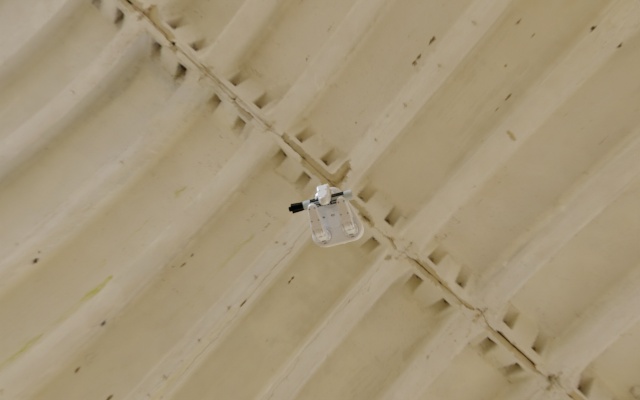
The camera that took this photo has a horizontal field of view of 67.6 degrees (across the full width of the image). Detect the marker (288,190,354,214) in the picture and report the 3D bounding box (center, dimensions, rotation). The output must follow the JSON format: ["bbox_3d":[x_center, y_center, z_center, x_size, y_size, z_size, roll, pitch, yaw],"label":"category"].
[{"bbox_3d":[0.000,0.003,0.877,0.121,0.020,0.020,-14,-2,7],"label":"marker"}]
